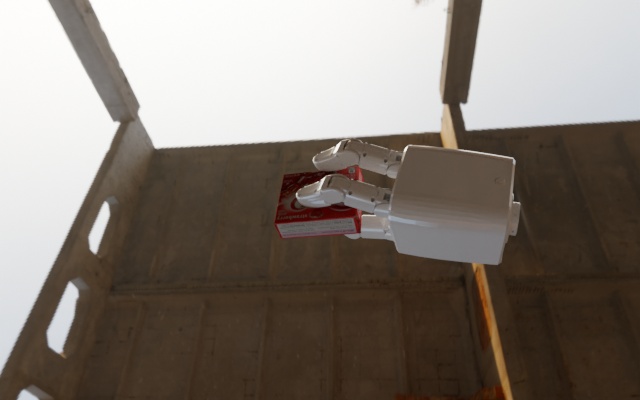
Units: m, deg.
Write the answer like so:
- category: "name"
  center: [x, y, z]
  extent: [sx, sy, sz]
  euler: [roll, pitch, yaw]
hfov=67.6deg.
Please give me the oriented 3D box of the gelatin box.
- category: "gelatin box"
  center: [0.000, 0.002, 0.512]
  extent: [0.089, 0.073, 0.030]
  euler: [-5, -43, 13]
